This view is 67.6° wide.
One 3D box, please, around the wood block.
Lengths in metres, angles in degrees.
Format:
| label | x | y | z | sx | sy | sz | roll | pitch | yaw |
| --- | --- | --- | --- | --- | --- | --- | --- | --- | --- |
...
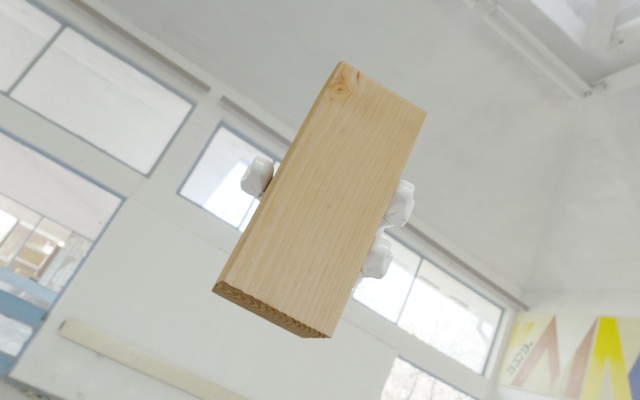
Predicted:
| label | x | y | z | sx | sy | sz | roll | pitch | yaw |
| --- | --- | --- | --- | --- | --- | --- | --- | --- | --- |
| wood block | 0.000 | 0.001 | 0.406 | 0.091 | 0.206 | 0.090 | 29 | -22 | -8 |
